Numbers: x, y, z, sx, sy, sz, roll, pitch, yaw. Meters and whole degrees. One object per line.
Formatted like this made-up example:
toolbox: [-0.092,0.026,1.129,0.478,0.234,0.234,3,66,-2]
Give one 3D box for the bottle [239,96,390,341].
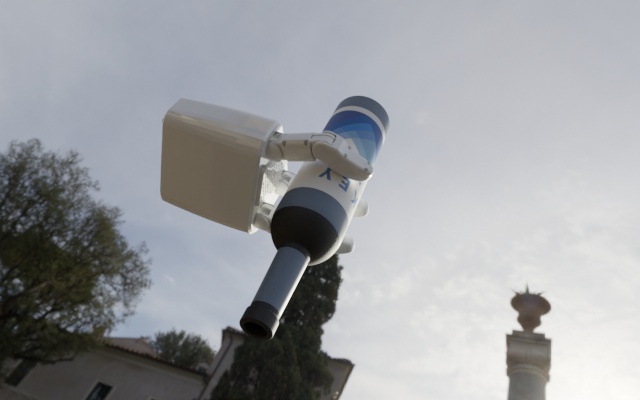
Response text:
bottle: [0.000,0.001,0.455,0.069,0.069,0.295,0,40,25]
